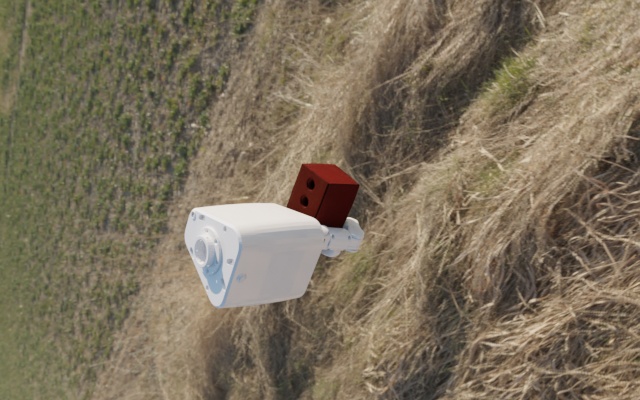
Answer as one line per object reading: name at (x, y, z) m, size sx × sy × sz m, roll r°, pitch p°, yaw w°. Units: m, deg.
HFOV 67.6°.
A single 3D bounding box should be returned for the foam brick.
foam brick at (0.000, 0.002, 0.557) m, size 0.051 × 0.078 × 0.053 m, roll 2°, pitch 28°, yaw -41°
